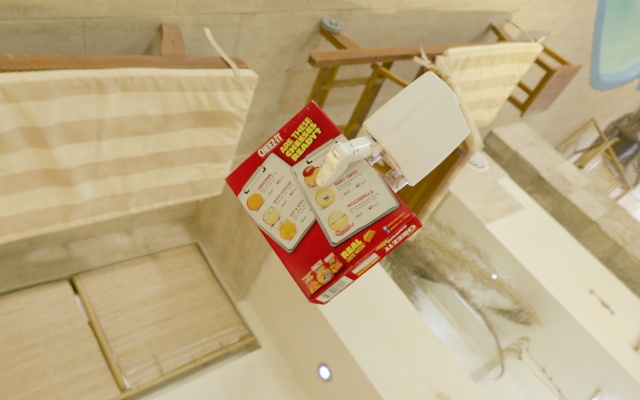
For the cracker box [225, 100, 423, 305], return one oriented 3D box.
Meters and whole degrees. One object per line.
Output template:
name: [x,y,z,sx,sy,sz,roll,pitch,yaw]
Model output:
cracker box: [0.000,0.002,0.624,0.164,0.213,0.072,-41,-26,5]
